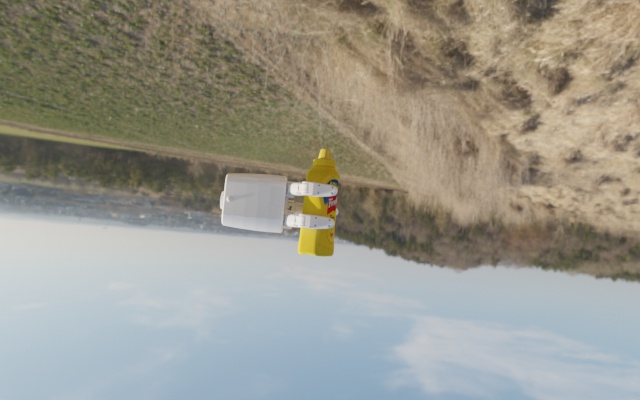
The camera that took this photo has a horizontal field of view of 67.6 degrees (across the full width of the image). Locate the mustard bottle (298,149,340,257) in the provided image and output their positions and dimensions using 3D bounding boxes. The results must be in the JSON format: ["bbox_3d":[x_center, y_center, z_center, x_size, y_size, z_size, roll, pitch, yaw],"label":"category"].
[{"bbox_3d":[0.000,0.003,0.856,0.058,0.191,0.096,3,-5,20],"label":"mustard bottle"}]
